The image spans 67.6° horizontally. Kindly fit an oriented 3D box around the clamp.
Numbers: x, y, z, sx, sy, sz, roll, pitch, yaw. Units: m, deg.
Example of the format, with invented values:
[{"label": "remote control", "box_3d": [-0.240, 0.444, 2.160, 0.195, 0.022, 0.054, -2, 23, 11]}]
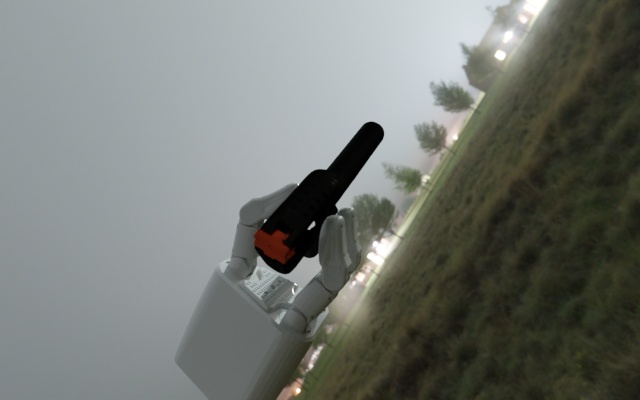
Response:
[{"label": "clamp", "box_3d": [-0.001, 0.001, 0.422, 0.036, 0.164, 0.210, 30, 13, 9]}]
